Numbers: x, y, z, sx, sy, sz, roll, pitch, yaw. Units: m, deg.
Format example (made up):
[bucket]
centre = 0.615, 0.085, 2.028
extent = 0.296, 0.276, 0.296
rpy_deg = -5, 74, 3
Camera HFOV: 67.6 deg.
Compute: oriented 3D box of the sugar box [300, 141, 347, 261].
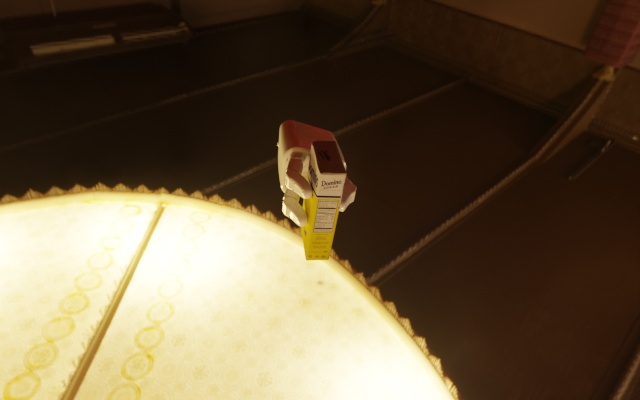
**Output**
[sugar box]
centre = 0.000, 0.002, 0.761
extent = 0.048, 0.176, 0.093
rpy_deg = -1, 38, -10
